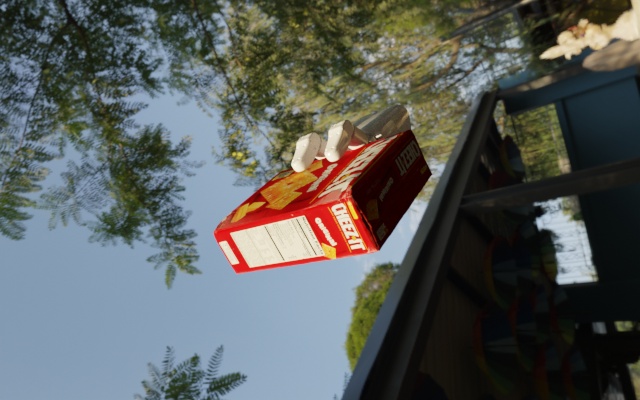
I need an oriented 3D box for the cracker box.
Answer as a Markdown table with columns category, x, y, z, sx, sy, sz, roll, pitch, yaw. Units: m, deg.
| category | x | y | z | sx | sy | sz | roll | pitch | yaw |
| --- | --- | --- | --- | --- | --- | --- | --- | --- | --- |
| cracker box | 0.000 | 0.002 | 0.563 | 0.214 | 0.072 | 0.164 | -15 | 21 | 39 |
